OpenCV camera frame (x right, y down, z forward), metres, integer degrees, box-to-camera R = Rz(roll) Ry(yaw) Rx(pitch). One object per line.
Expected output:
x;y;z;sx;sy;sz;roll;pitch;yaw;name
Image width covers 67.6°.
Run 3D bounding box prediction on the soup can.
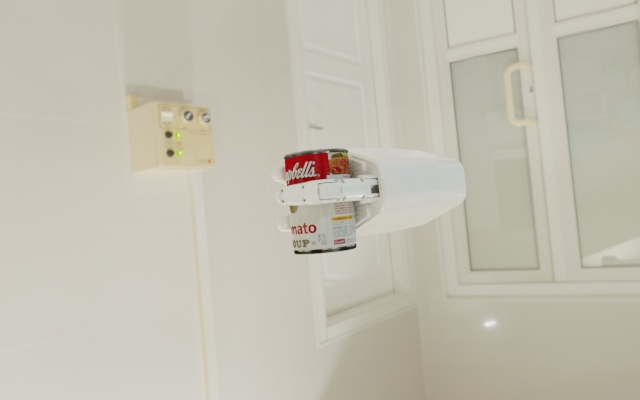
0.000;0.002;0.497;0.068;0.102;0.068;-6;-1;0;soup can
